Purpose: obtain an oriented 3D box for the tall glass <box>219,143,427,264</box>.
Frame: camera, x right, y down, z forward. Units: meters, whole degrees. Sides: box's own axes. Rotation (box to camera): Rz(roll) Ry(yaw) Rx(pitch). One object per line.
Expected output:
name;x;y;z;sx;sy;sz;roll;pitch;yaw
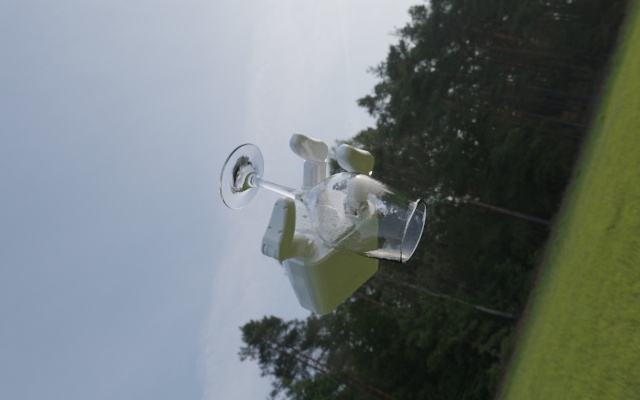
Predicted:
tall glass;-0.001;0.001;0.477;0.201;0.079;0.079;18;8;26
